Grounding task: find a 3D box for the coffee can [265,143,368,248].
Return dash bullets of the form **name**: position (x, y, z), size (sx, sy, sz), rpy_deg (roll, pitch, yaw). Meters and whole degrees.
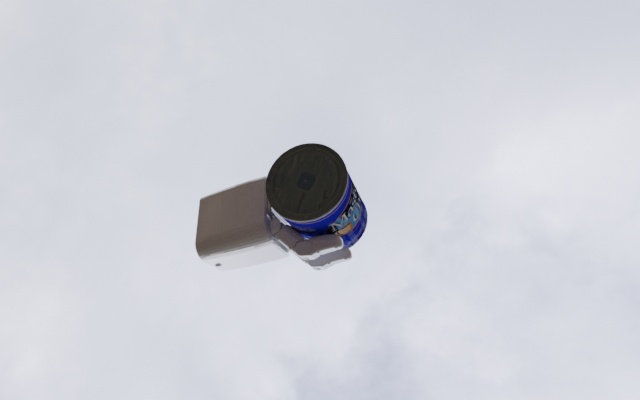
- **coffee can**: position (0.000, 0.002, 0.631), size (0.103, 0.102, 0.140), rpy_deg (0, -22, 16)
